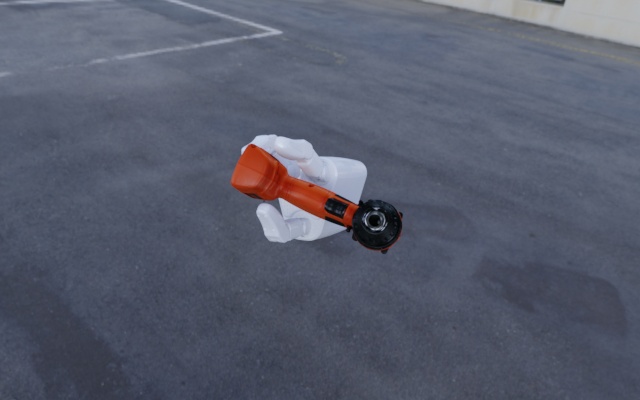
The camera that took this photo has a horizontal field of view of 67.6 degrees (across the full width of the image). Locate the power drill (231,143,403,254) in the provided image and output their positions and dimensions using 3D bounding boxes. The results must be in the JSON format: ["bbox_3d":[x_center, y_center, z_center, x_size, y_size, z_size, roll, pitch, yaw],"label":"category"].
[{"bbox_3d":[0.000,0.002,0.524,0.187,0.057,0.184,25,-4,10],"label":"power drill"}]
